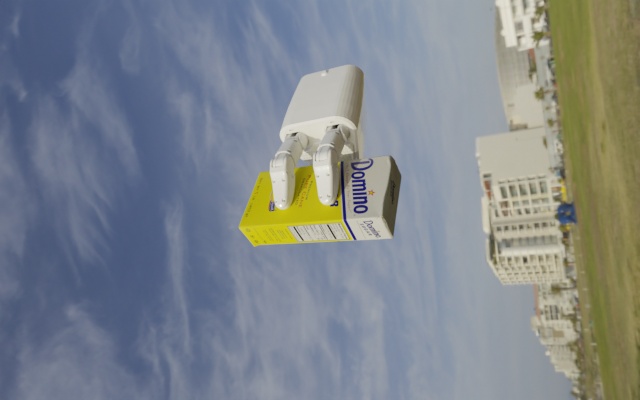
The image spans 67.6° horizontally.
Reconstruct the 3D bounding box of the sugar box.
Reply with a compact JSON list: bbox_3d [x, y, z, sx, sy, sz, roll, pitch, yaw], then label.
[{"bbox_3d":[0.000,0.001,0.554,0.176,0.093,0.048,-8,-43,26],"label":"sugar box"}]
